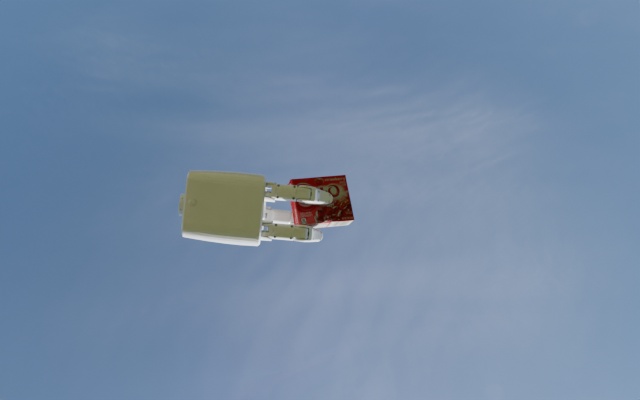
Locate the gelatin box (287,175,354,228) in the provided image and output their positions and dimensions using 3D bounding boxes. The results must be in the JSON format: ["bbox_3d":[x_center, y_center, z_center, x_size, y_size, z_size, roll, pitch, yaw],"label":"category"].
[{"bbox_3d":[0.000,0.002,0.712,0.089,0.073,0.030,-5,-17,-20],"label":"gelatin box"}]
